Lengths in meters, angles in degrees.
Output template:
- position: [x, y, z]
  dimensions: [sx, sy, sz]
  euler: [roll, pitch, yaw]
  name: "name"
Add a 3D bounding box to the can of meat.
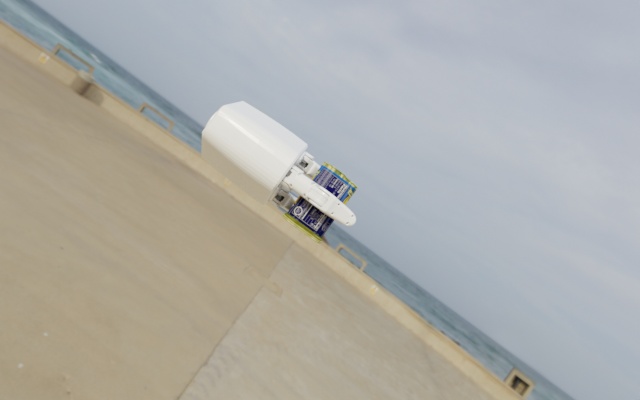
- position: [0.000, 0.002, 0.603]
  dimensions: [0.057, 0.084, 0.102]
  euler: [36, -1, -1]
  name: "can of meat"
